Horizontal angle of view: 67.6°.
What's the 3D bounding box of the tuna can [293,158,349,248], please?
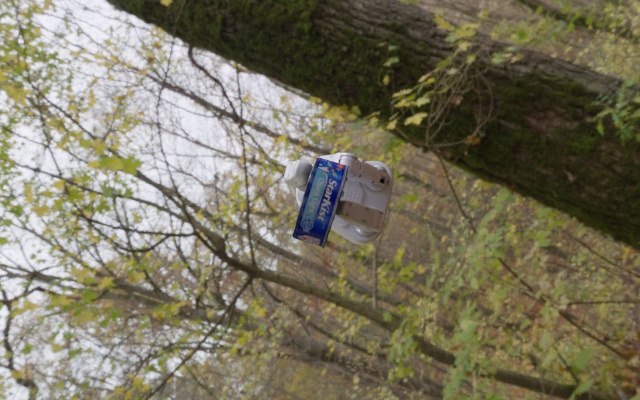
[{"bbox_3d":[0.000,0.001,0.474,0.034,0.086,0.086,17,0,0],"label":"tuna can"}]
